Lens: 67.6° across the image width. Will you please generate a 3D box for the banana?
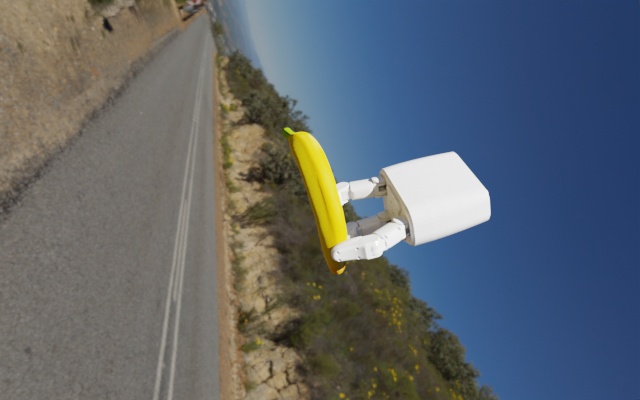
[{"bbox_3d":[0.002,-0.002,0.582,0.037,0.198,0.069,-18,2,-9],"label":"banana"}]
